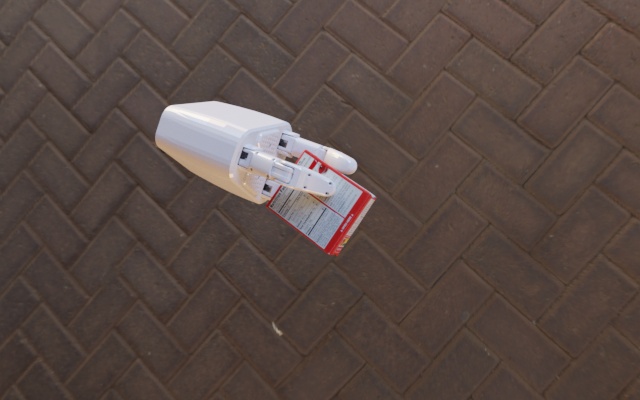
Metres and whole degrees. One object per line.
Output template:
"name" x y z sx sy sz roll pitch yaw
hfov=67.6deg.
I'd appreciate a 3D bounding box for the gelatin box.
"gelatin box" 0.000 0.002 0.488 0.089 0.073 0.030 36 5 21
